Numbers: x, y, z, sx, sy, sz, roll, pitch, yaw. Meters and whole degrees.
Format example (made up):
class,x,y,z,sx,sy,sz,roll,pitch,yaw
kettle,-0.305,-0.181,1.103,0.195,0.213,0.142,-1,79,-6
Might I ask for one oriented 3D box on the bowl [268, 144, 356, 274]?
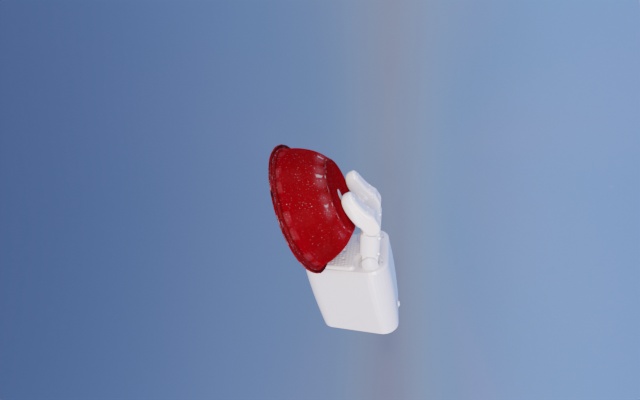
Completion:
class,x,y,z,sx,sy,sz,roll,pitch,yaw
bowl,0.000,0.001,0.567,0.055,0.162,0.162,-18,-6,18
